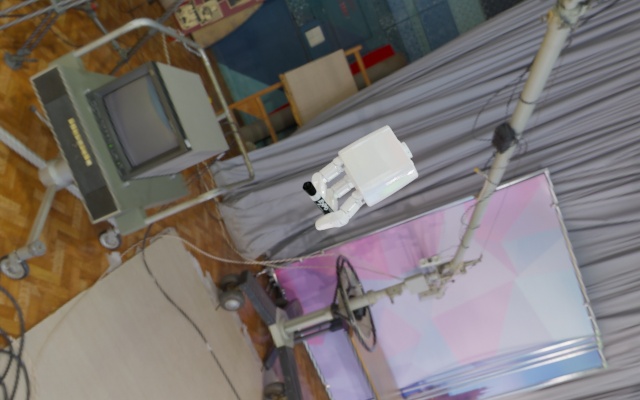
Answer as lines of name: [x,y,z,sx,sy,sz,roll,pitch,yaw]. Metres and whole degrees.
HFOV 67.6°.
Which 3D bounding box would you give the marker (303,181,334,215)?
marker: [0.000,0.003,0.846,0.020,0.020,0.121,0,-31,28]
